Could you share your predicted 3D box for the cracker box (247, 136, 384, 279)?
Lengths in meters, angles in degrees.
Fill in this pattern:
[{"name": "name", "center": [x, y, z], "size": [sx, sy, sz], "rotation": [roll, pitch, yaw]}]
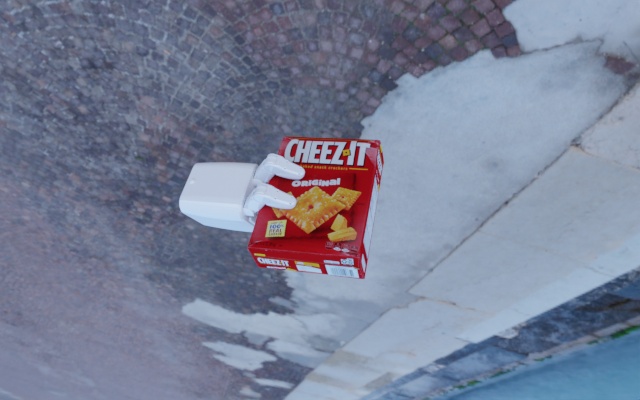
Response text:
[{"name": "cracker box", "center": [0.000, 0.003, 0.725], "size": [0.164, 0.213, 0.072], "rotation": [4, -33, 14]}]
